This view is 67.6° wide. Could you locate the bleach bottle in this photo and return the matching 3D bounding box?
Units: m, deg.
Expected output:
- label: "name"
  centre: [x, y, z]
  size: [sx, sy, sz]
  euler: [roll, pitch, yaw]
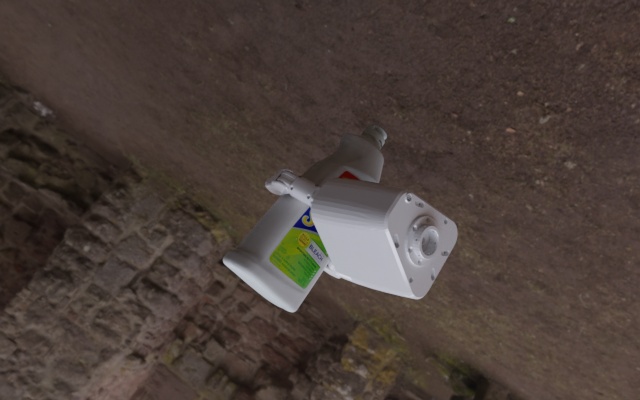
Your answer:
- label: "bleach bottle"
  centre: [0.000, 0.002, 0.571]
  size: [0.068, 0.250, 0.103]
  euler: [9, -32, 52]
